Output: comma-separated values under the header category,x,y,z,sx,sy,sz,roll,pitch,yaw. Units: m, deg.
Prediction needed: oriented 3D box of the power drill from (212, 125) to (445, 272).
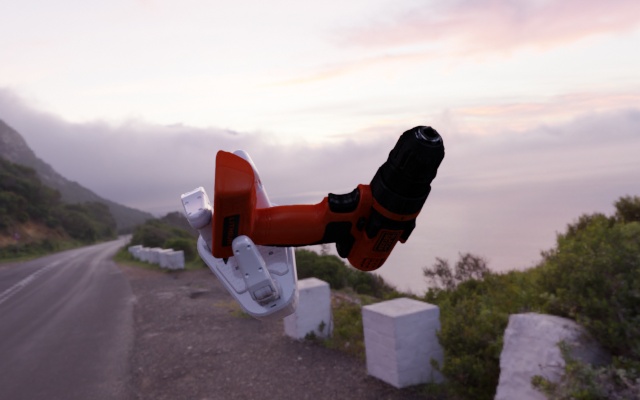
category,x,y,z,sx,sy,sz,roll,pitch,yaw
power drill,0.000,0.001,0.425,0.187,0.057,0.185,4,-42,-13
